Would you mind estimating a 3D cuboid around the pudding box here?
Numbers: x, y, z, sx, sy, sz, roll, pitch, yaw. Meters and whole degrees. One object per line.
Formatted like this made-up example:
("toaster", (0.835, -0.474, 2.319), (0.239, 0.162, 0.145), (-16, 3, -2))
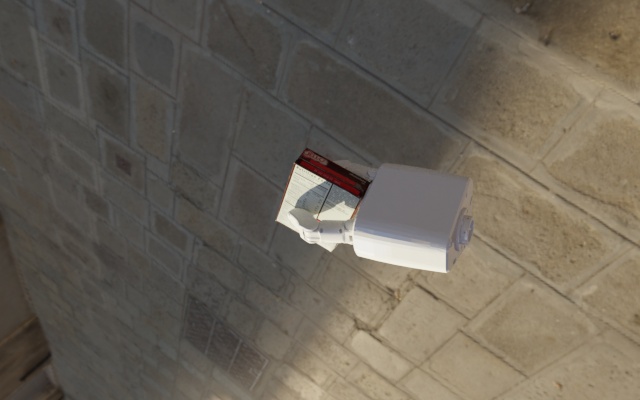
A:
("pudding box", (0.000, 0.002, 0.590), (0.090, 0.114, 0.039), (30, 44, 6))
